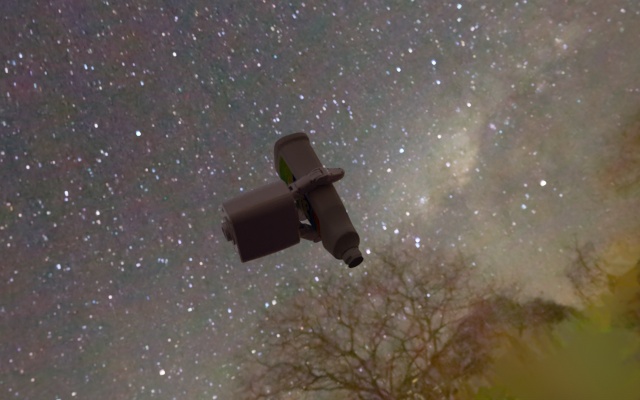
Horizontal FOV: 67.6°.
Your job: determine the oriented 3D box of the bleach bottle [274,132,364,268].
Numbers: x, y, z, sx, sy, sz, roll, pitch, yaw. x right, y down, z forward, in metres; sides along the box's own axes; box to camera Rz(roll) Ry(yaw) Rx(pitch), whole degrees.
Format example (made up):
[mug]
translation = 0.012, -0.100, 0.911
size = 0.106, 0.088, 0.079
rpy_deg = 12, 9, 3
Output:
[bleach bottle]
translation = 0.000, 0.003, 0.809
size = 0.068, 0.250, 0.103
rpy_deg = -20, -34, -18
